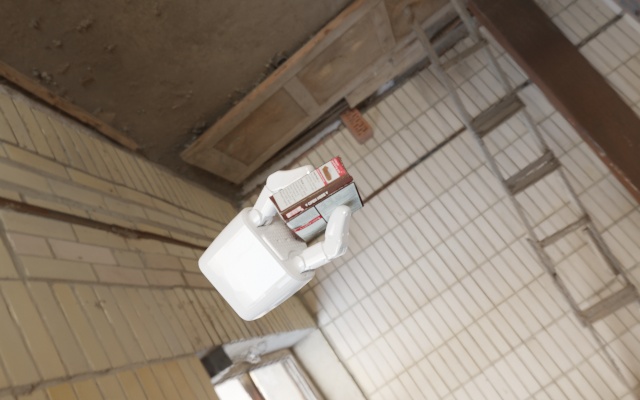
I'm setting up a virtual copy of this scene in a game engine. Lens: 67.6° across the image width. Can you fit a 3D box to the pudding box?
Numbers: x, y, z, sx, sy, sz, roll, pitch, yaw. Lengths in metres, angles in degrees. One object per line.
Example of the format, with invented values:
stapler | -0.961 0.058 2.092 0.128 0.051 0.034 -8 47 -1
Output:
pudding box | 0.000 0.002 0.553 0.090 0.039 0.113 -32 -17 1
